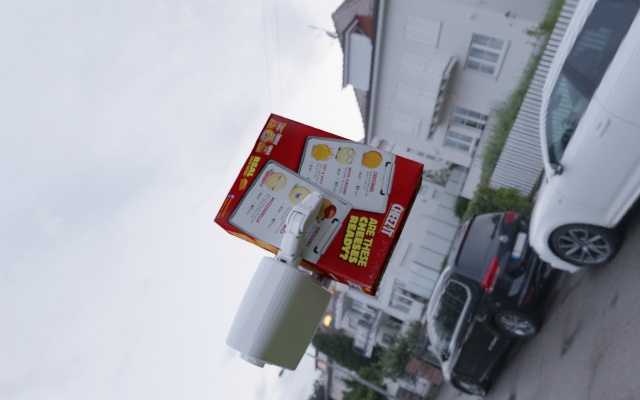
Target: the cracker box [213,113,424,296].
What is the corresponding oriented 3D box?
[{"bbox_3d":[0.000,0.002,0.602,0.213,0.164,0.072,21,-15,17],"label":"cracker box"}]
